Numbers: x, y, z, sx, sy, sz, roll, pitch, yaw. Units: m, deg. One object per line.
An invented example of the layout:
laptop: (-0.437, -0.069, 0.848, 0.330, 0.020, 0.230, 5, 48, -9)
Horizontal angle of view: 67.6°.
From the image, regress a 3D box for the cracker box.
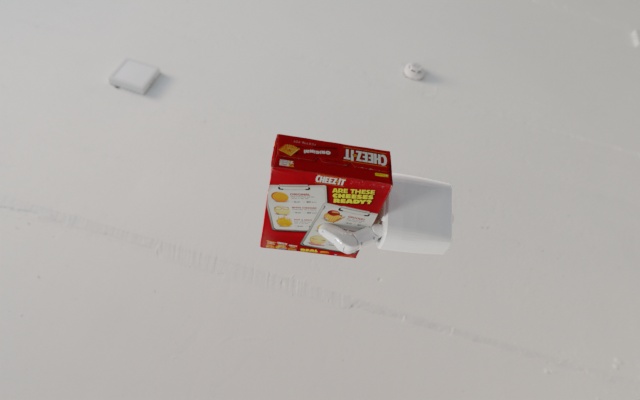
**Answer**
cracker box: (0.000, 0.003, 0.722, 0.164, 0.072, 0.214, 8, -36, -7)
